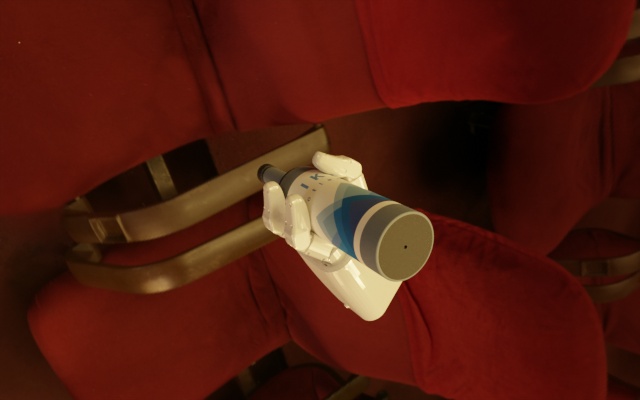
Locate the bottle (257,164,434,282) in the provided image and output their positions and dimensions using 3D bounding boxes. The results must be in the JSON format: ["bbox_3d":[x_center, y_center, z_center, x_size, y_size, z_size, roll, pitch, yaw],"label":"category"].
[{"bbox_3d":[0.000,0.002,0.540,0.069,0.069,0.295,0,16,-32],"label":"bottle"}]
